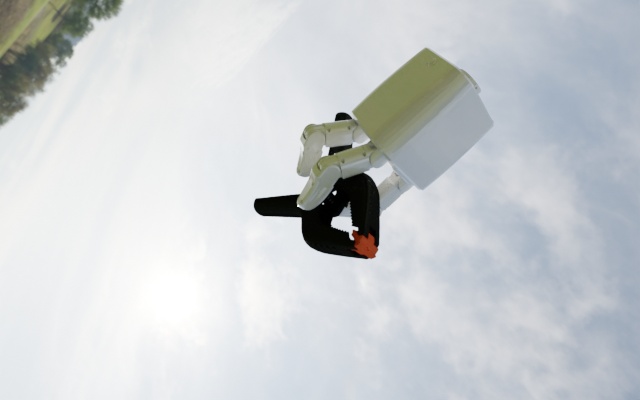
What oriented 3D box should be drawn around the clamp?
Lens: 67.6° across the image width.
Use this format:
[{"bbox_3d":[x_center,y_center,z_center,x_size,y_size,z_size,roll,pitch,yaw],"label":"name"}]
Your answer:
[{"bbox_3d":[0.001,0.002,0.519,0.036,0.164,0.209,38,15,-34],"label":"clamp"}]
